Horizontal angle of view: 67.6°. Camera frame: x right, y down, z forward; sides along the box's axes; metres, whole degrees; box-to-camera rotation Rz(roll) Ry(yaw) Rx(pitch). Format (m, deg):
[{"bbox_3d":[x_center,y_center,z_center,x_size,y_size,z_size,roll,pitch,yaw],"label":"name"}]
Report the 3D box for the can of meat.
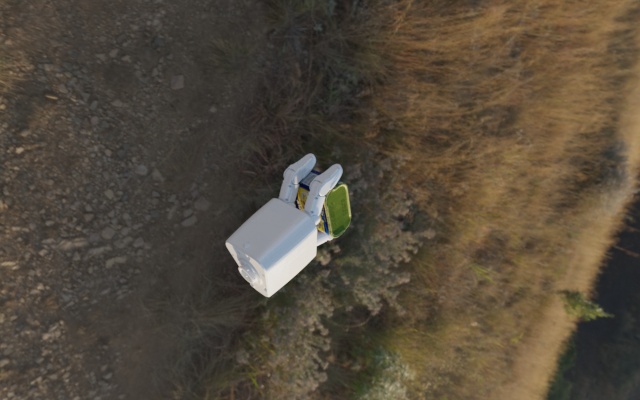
[{"bbox_3d":[0.000,0.003,0.776,0.084,0.102,0.057,26,52,37],"label":"can of meat"}]
